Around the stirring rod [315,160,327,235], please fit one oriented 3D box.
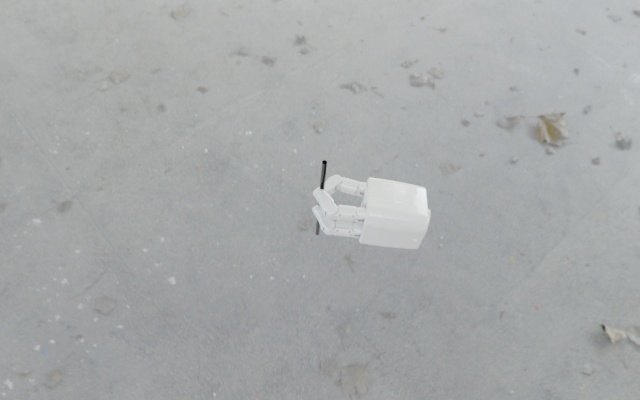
[{"bbox_3d":[0.000,0.003,0.860,0.011,0.011,0.240,0,-32,-4],"label":"stirring rod"}]
